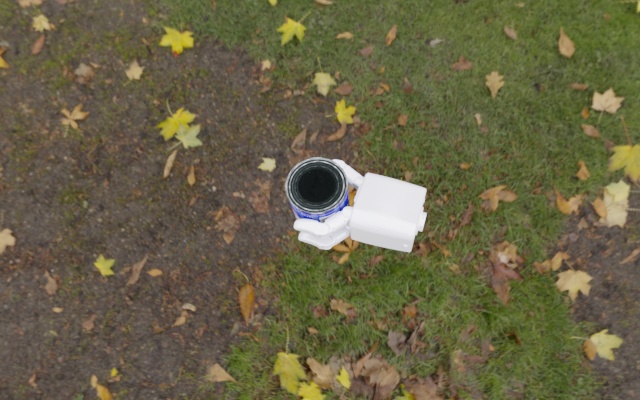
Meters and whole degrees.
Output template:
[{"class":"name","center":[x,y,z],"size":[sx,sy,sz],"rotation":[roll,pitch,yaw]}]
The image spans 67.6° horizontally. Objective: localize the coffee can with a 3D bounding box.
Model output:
[{"class":"coffee can","center":[0.000,0.003,0.836],"size":[0.103,0.102,0.140],"rotation":[0,-24,6]}]
